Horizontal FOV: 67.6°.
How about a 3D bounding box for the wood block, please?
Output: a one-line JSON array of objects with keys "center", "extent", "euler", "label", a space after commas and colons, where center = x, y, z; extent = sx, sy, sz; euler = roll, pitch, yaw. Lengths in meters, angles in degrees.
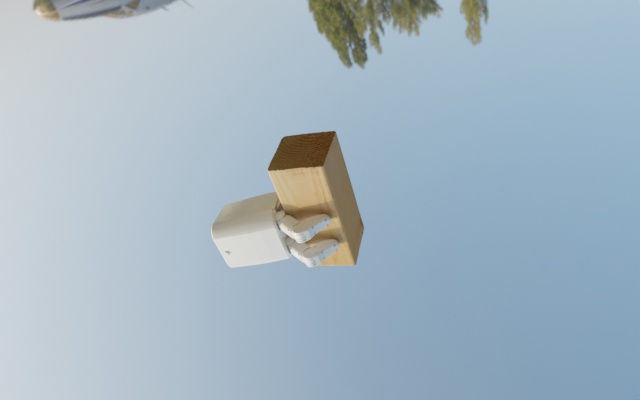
[{"center": [0.000, 0.002, 0.762], "extent": [0.090, 0.206, 0.090], "euler": [-3, 41, 19], "label": "wood block"}]
